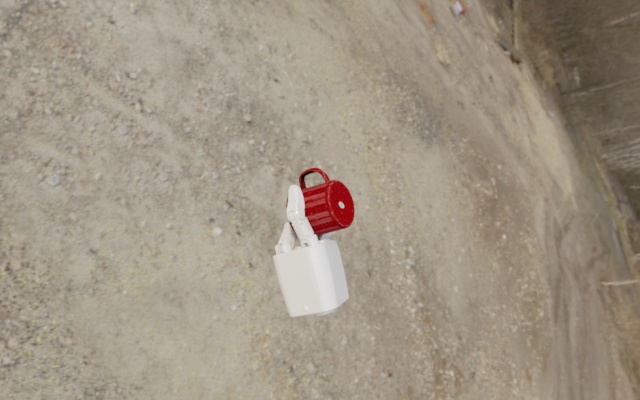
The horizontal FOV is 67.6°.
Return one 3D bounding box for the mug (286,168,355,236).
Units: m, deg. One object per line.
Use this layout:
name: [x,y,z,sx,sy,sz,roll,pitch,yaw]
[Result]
mug: [0.000,0.001,0.793,0.081,0.117,0.093,-16,-2,33]
